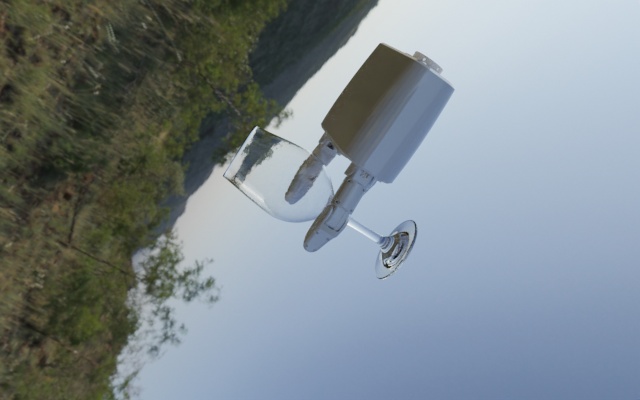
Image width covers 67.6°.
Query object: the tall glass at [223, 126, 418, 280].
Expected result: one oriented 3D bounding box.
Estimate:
[{"bbox_3d":[0.001,0.002,0.502,0.201,0.079,0.079,32,-7,-12],"label":"tall glass"}]
